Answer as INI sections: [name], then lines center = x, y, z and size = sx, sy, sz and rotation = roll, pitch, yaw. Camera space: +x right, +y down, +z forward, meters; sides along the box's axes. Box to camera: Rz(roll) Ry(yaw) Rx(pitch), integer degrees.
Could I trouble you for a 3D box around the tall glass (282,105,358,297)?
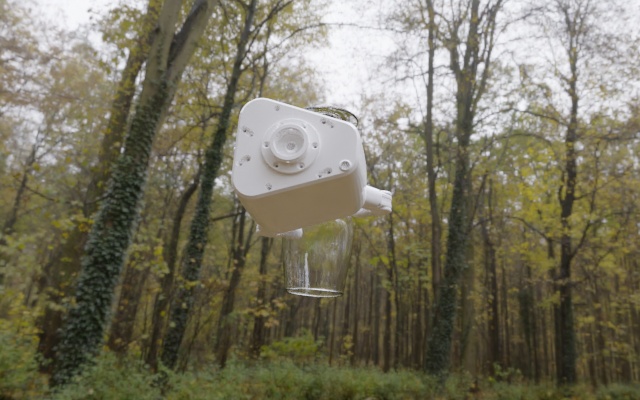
[tall glass]
center = 0.000, 0.001, 0.526
size = 0.079, 0.201, 0.079
rotation = 4, -17, 1
